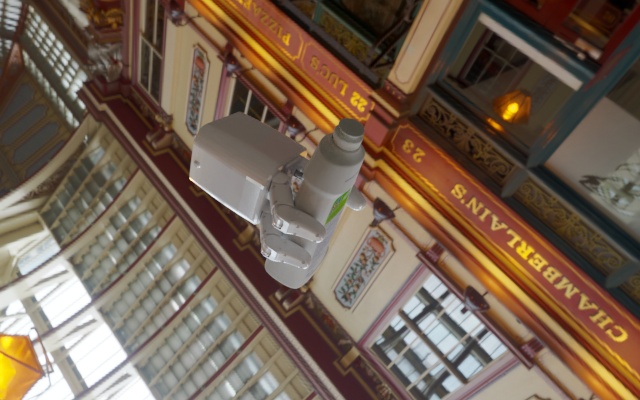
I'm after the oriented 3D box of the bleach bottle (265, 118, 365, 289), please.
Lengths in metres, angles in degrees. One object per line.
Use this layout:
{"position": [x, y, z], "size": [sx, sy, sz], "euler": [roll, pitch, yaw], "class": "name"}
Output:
{"position": [0.000, 0.002, 0.576], "size": [0.068, 0.251, 0.102], "euler": [31, 46, 7], "class": "bleach bottle"}
